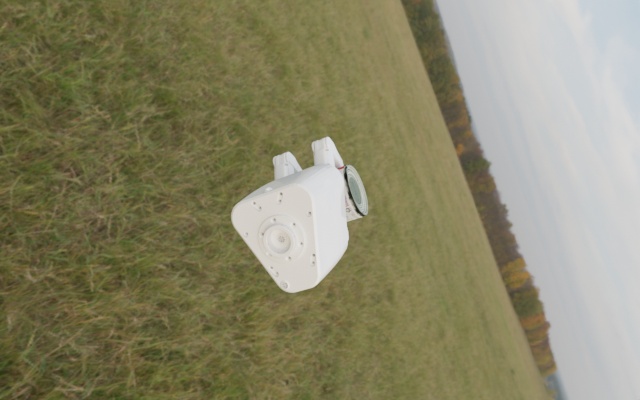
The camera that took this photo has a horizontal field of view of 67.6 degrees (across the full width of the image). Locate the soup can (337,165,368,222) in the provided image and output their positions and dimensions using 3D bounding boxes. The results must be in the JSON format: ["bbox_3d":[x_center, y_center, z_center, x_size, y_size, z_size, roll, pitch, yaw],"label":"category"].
[{"bbox_3d":[0.001,0.002,0.596,0.102,0.068,0.068,-18,-6,19],"label":"soup can"}]
